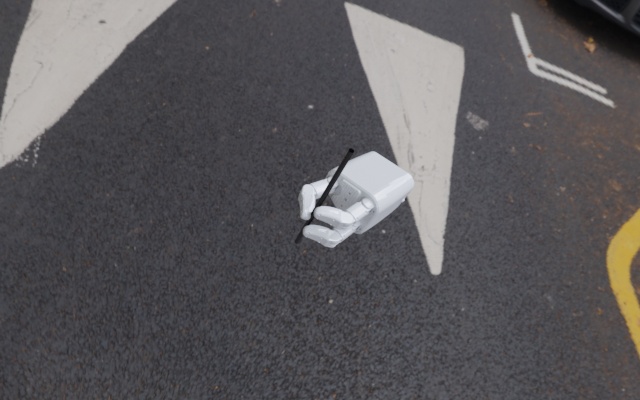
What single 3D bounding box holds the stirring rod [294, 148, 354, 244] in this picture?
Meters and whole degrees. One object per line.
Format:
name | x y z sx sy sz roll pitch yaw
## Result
stirring rod | 0.000 0.002 0.711 0.011 0.011 0.240 0 -34 -24
